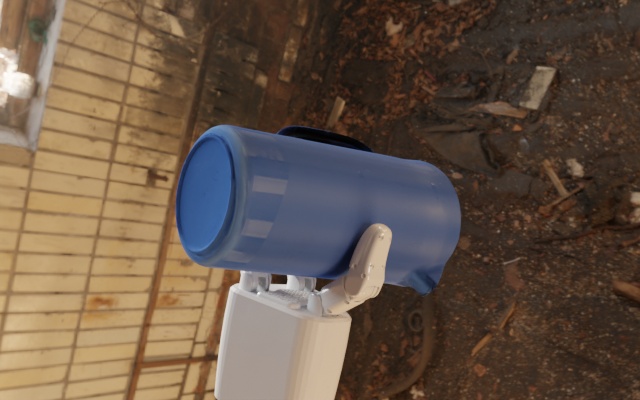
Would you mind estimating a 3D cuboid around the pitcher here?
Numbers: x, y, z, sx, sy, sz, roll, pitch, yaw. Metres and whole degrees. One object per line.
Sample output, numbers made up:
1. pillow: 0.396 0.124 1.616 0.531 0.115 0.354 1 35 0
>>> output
1. pitcher: 0.000 0.002 0.435 0.243 0.145 0.149 10 3 -40
